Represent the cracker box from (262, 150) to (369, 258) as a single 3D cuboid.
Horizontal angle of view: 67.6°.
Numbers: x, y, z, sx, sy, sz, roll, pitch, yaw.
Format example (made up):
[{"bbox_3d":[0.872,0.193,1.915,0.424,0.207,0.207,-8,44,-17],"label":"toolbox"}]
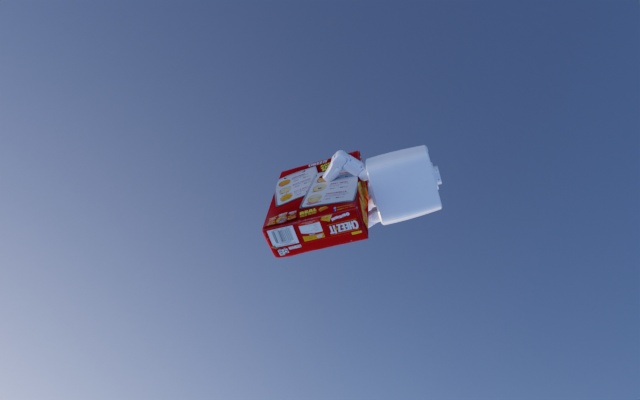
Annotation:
[{"bbox_3d":[0.000,0.003,0.852,0.164,0.072,0.213,-14,27,13],"label":"cracker box"}]
